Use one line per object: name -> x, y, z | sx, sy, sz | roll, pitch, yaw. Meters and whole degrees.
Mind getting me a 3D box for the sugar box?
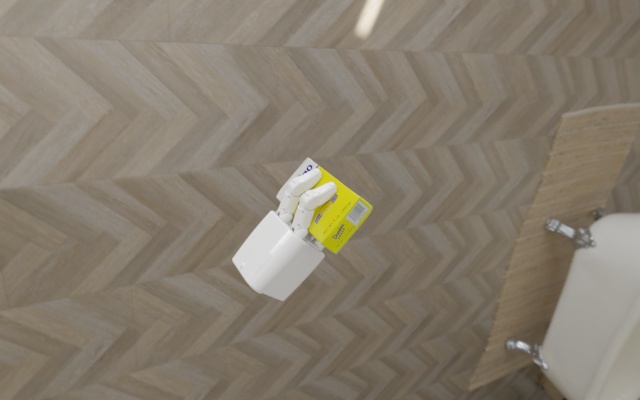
sugar box -> 0.000, 0.002, 0.781 | 0.048, 0.093, 0.176 | 39, 0, -40
